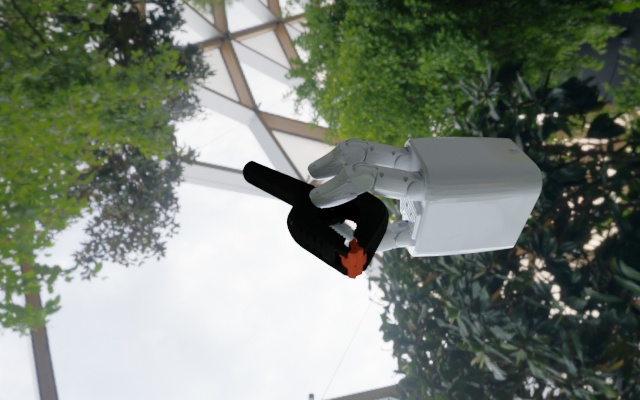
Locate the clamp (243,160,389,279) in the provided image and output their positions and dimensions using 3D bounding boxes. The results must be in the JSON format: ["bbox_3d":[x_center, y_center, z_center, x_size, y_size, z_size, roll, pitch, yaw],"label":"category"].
[{"bbox_3d":[0.000,0.003,0.471,0.164,0.036,0.209,-5,30,-2],"label":"clamp"}]
